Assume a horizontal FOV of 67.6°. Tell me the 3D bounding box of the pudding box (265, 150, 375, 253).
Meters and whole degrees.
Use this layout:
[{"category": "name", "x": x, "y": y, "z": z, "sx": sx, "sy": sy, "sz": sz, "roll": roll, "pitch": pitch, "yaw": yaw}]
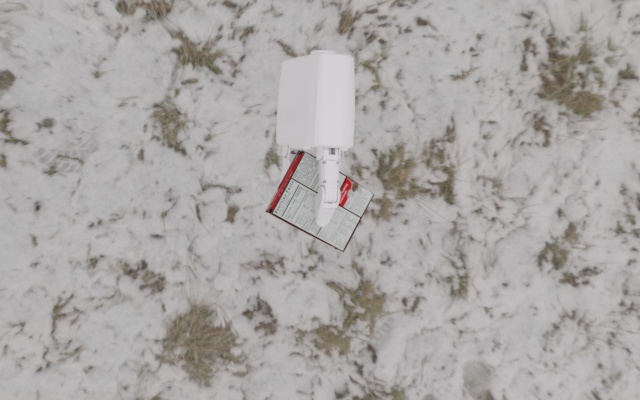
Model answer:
[{"category": "pudding box", "x": 0.000, "y": 0.002, "z": 0.607, "sx": 0.113, "sy": 0.090, "sz": 0.039, "roll": 30, "pitch": -3, "yaw": -16}]
